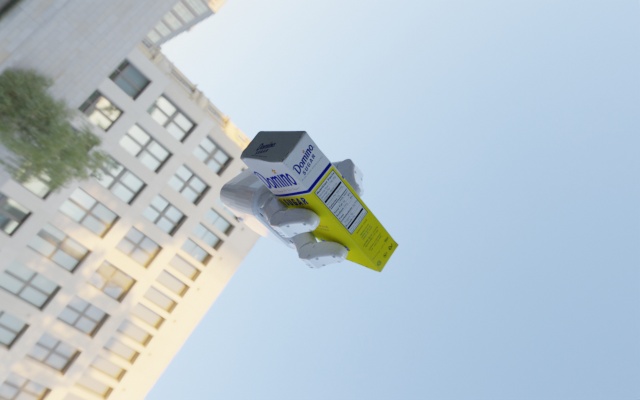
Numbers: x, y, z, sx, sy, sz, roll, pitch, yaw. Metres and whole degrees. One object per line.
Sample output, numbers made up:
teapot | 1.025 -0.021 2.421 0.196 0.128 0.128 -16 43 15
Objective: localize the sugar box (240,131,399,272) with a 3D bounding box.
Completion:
sugar box | 0.000 0.002 0.508 0.176 0.048 0.093 45 -19 -31
